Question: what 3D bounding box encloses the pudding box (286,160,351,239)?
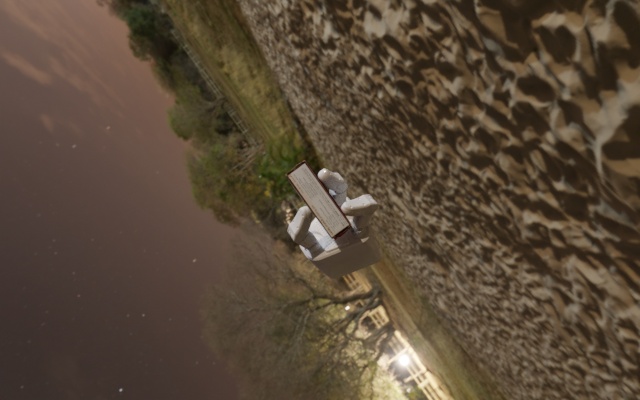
[{"bbox_3d":[0.000,0.002,0.690,0.039,0.113,0.090,-38,-6,-1],"label":"pudding box"}]
